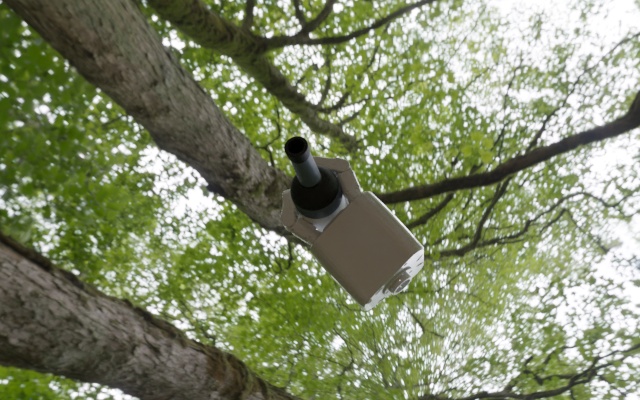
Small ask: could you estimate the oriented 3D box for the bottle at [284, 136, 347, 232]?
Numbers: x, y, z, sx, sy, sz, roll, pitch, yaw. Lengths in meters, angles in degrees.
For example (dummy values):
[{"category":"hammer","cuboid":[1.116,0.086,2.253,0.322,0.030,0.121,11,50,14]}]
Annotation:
[{"category":"bottle","cuboid":[0.000,0.002,0.660,0.069,0.069,0.296,0,-25,12]}]
